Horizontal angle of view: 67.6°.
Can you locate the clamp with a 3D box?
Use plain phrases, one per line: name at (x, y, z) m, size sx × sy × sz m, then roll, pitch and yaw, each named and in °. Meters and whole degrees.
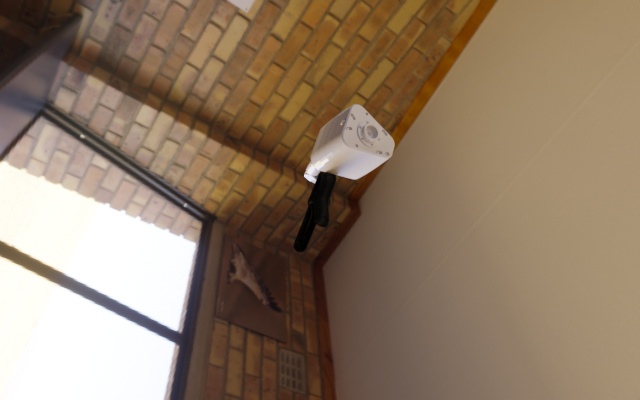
clamp at (0.001, 0.003, 0.865) m, size 0.039 × 0.171 × 0.120 m, roll 25°, pitch -28°, yaw -19°
